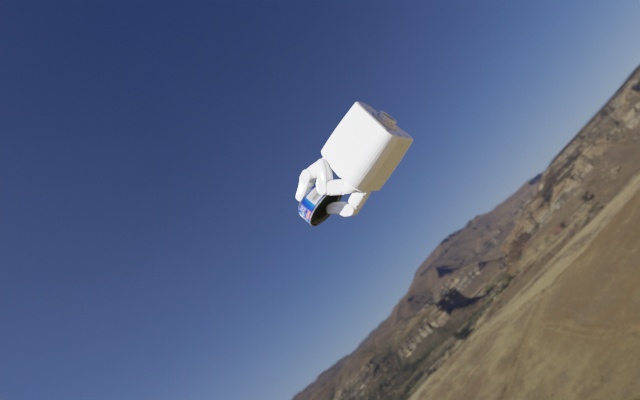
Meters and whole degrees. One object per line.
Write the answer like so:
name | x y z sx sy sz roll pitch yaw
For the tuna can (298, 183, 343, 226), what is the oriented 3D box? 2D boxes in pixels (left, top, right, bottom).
tuna can | 0.000 0.003 0.860 0.033 0.086 0.086 40 16 20
